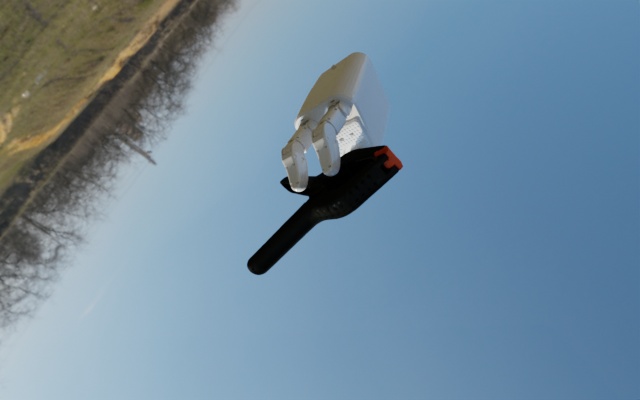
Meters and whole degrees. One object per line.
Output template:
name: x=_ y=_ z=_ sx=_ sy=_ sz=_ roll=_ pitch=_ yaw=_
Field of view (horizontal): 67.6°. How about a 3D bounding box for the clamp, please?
clamp: x=0.001 y=0.002 z=0.555 sx=0.210 sy=0.164 sz=0.036 roll=-24 pitch=-56 yaw=41
